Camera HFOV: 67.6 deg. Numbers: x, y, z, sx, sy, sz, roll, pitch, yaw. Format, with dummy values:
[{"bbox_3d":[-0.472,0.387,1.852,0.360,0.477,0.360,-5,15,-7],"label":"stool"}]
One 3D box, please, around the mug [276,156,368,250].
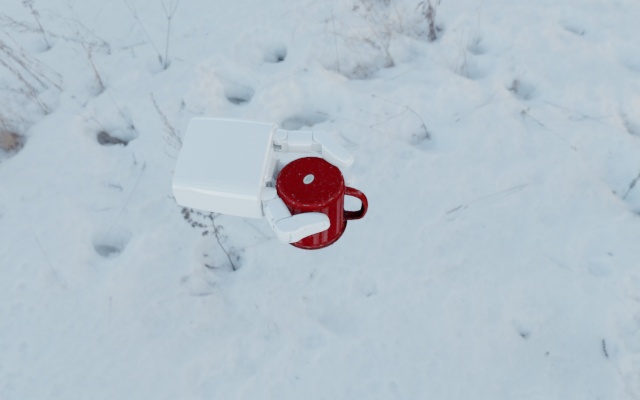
[{"bbox_3d":[0.002,0.002,0.586,0.117,0.093,0.082,6,-37,5],"label":"mug"}]
